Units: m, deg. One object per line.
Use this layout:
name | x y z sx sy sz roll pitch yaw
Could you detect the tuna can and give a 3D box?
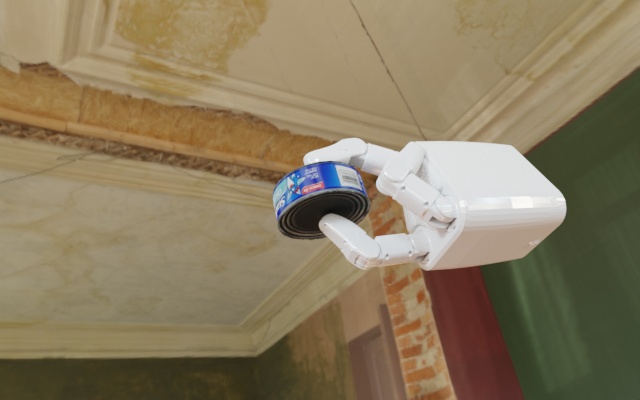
tuna can | 0.000 0.001 0.437 0.086 0.033 0.086 -11 -30 -7
